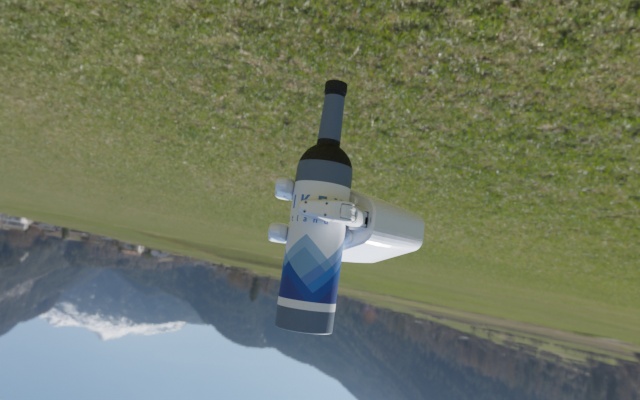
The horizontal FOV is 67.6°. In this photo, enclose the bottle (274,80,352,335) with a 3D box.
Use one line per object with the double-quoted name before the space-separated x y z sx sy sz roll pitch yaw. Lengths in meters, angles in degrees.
"bottle" 0.000 0.002 0.563 0.069 0.295 0.069 8 -8 1
